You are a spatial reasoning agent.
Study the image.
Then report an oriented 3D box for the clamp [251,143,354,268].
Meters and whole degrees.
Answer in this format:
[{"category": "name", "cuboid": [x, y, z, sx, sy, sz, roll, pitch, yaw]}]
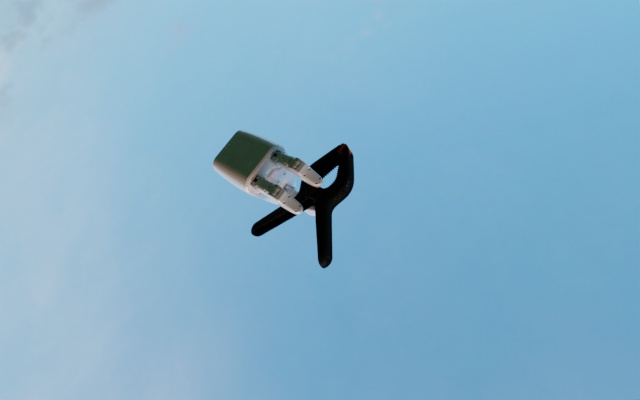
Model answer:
[{"category": "clamp", "cuboid": [0.001, 0.002, 0.770, 0.164, 0.210, 0.036, 29, -13, 37]}]
